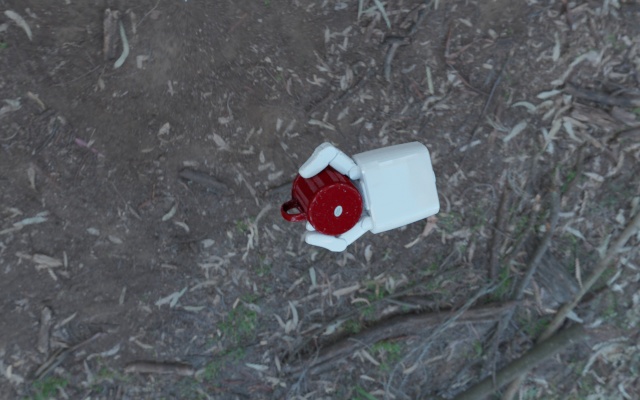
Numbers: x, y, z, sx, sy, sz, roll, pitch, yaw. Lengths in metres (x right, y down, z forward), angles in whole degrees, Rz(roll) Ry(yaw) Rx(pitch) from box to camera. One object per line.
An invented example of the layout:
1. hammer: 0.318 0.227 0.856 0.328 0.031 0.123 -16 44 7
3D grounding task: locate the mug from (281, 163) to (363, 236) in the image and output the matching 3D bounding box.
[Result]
1. mug: -0.001 0.003 0.685 0.117 0.093 0.081 -16 25 -10
